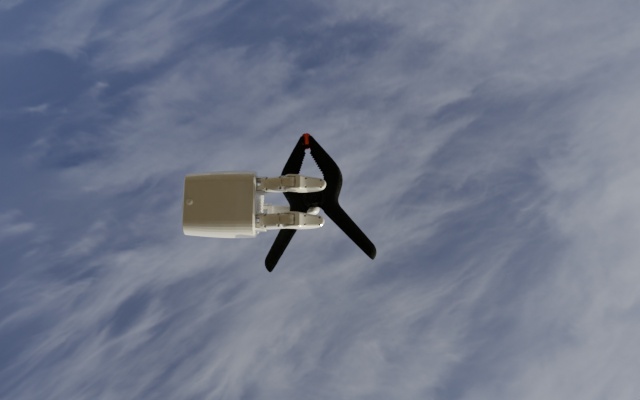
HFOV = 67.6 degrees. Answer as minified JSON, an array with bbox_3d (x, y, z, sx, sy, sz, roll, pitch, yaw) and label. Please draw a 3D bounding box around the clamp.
[{"bbox_3d":[0.000,0.002,0.721,0.164,0.210,0.036,0,-12,-3],"label":"clamp"}]
